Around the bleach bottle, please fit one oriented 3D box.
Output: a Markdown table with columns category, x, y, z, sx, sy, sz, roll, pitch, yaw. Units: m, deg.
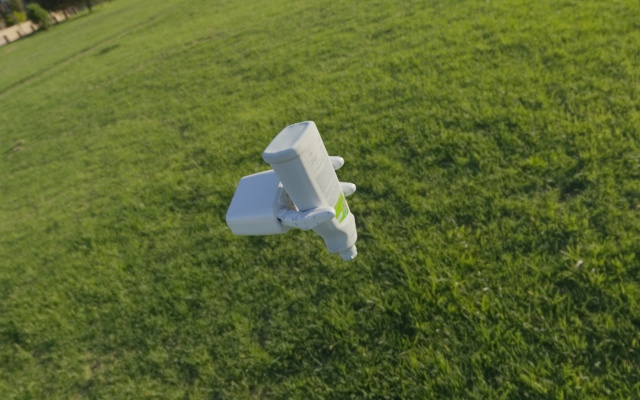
| category | x | y | z | sx | sy | sz | roll | pitch | yaw |
| --- | --- | --- | --- | --- | --- | --- | --- | --- | --- |
| bleach bottle | 0.000 | 0.002 | 0.779 | 0.068 | 0.251 | 0.102 | -7 | 33 | 31 |
